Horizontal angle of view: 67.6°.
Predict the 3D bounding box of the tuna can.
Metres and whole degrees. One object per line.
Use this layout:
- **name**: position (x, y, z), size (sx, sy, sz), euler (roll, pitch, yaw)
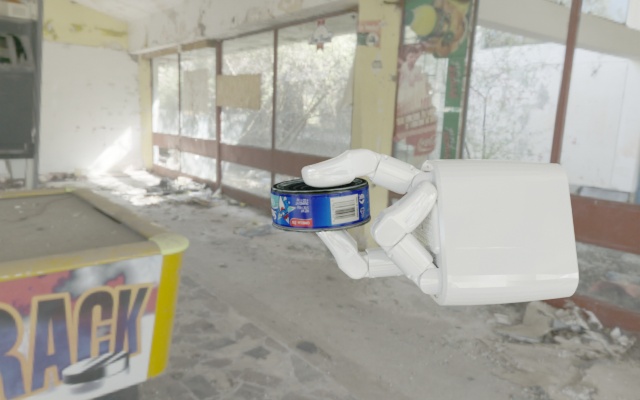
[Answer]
- **tuna can**: position (0.000, 0.001, 0.411), size (0.086, 0.034, 0.086), euler (-3, 10, 1)
